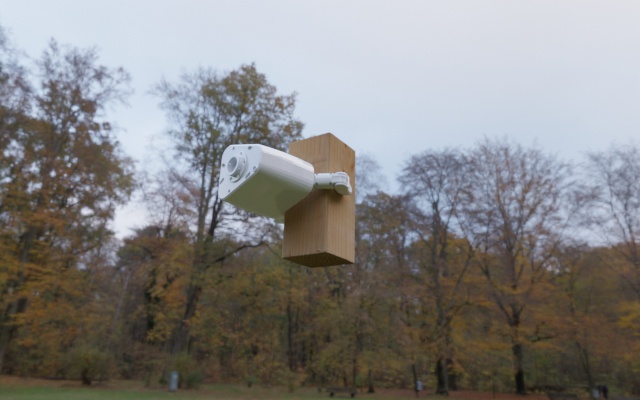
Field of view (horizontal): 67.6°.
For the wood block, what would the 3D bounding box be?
[{"bbox_3d":[0.000,0.002,0.814,0.091,0.206,0.090,-11,-23,32],"label":"wood block"}]
